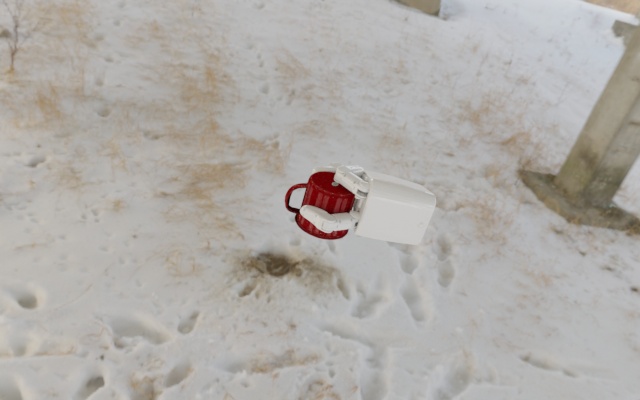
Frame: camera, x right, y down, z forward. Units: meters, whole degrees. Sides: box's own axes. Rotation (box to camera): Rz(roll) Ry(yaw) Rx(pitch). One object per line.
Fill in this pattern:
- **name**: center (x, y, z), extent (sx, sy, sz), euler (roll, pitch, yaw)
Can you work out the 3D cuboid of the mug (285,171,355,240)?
- **mug**: center (-0.001, 0.002, 0.780), extent (0.117, 0.081, 0.093), euler (12, 29, -8)
